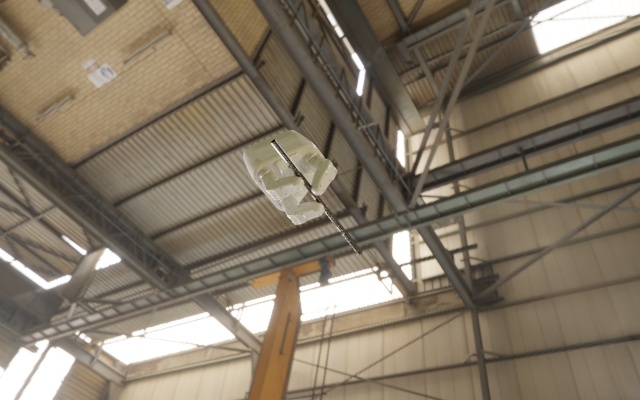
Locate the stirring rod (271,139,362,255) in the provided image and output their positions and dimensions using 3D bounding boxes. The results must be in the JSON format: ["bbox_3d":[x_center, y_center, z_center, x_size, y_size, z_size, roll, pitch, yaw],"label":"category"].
[{"bbox_3d":[0.000,0.002,0.700,0.011,0.011,0.240,0,-43,46],"label":"stirring rod"}]
